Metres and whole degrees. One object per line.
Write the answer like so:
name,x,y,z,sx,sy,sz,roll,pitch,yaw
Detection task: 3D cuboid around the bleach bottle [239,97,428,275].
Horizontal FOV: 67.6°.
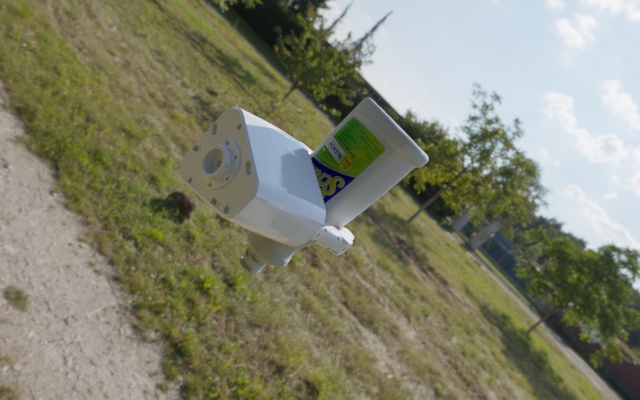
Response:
bleach bottle,0.000,0.002,0.563,0.068,0.251,0.102,27,22,-52
